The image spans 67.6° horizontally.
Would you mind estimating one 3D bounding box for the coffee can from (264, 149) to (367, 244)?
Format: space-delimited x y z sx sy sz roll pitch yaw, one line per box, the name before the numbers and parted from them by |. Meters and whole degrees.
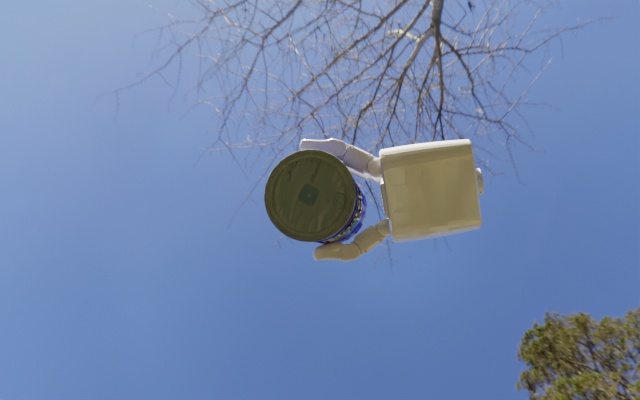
coffee can | 0.000 0.002 0.589 0.103 0.103 0.140 0 -7 11
